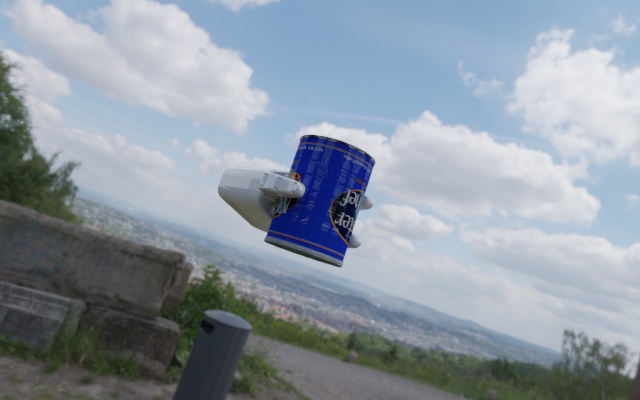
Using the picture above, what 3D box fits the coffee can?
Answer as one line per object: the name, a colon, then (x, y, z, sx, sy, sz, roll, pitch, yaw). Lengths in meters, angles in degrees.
coffee can: (0.000, 0.002, 0.603, 0.103, 0.140, 0.103, 18, -9, 3)
